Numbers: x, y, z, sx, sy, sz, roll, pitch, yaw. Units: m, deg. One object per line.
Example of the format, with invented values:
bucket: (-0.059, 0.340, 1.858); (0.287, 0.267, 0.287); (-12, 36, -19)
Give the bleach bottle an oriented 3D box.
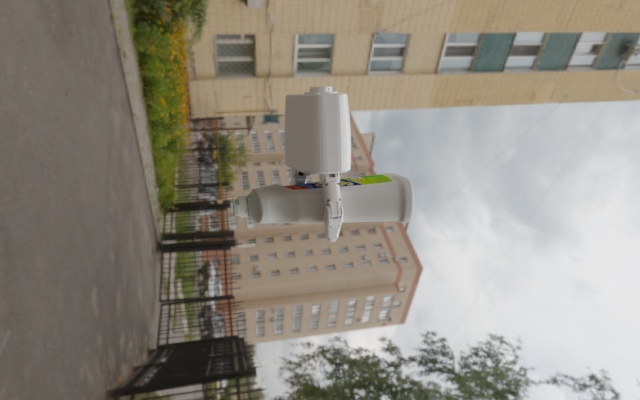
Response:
bleach bottle: (0.000, 0.002, 0.697); (0.251, 0.068, 0.102); (-4, 13, -12)
